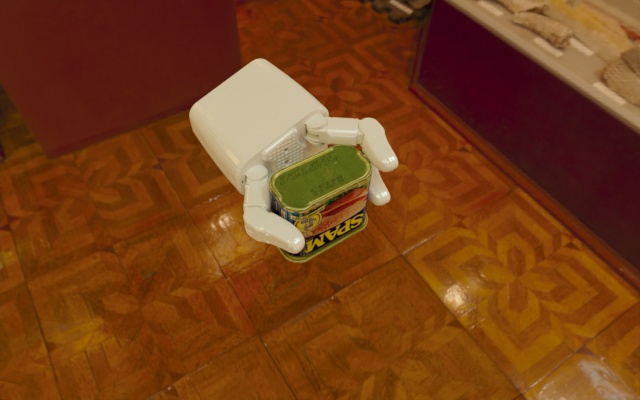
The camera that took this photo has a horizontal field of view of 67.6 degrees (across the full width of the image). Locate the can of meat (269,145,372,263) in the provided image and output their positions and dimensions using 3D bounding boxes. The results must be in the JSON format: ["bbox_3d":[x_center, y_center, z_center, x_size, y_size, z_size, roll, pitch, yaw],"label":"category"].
[{"bbox_3d":[0.000,0.001,0.466,0.102,0.057,0.084,-27,-33,-21],"label":"can of meat"}]
